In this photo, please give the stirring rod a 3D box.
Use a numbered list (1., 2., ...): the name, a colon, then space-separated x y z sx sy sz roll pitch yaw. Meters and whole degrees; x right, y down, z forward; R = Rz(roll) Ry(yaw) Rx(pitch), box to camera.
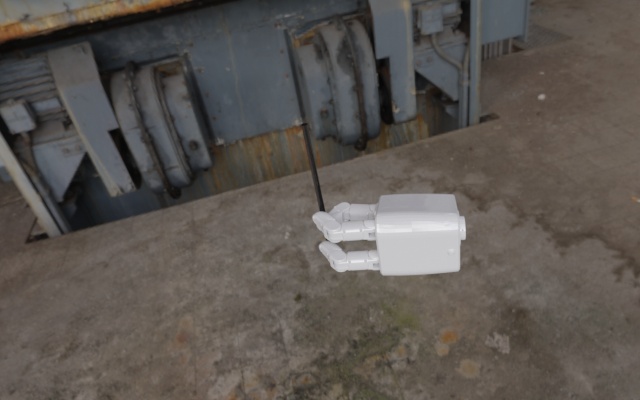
1. stirring rod: 0.000 0.002 0.663 0.011 0.240 0.011 -8 35 6
